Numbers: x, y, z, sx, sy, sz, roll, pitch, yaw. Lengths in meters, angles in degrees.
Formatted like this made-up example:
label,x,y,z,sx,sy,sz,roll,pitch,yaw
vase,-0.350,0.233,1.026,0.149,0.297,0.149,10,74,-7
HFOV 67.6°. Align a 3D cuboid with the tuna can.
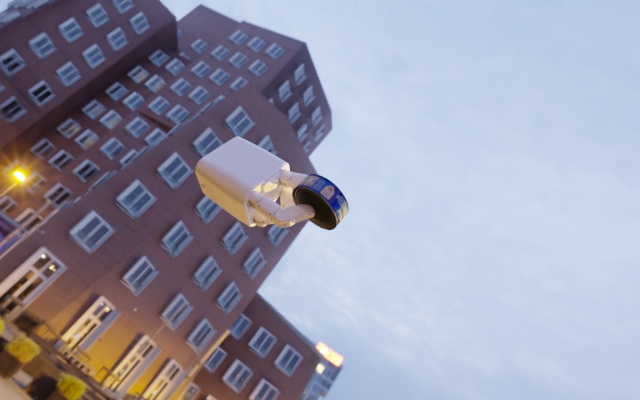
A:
label,x,y,z,sx,sy,sz,roll,pitch,yaw
tuna can,0.001,0.002,0.716,0.033,0.086,0.086,-46,25,-27
